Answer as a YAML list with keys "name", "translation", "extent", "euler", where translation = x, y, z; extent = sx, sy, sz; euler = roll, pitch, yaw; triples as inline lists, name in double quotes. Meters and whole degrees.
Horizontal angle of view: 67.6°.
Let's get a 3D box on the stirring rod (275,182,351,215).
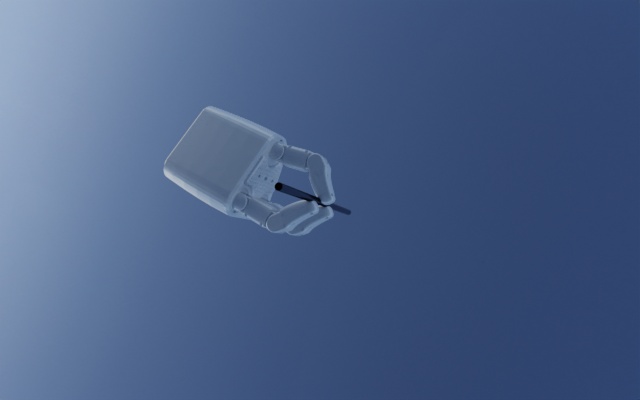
- name: "stirring rod"
  translation: [0.000, 0.002, 0.550]
  extent: [0.011, 0.011, 0.239]
  euler: [0, -7, 19]
